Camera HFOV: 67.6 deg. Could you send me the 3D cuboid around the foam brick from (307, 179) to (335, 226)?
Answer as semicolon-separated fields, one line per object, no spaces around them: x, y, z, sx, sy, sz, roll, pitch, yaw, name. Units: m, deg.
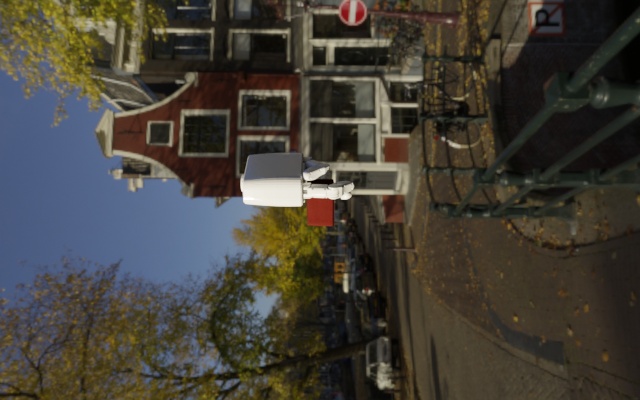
0.000;0.004;0.900;0.051;0.078;0.053;-1;22;0;foam brick
